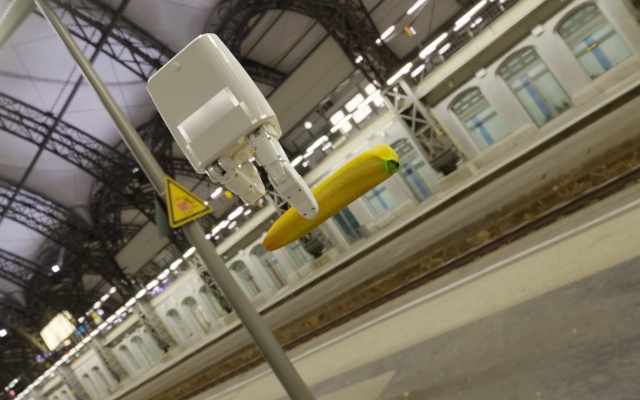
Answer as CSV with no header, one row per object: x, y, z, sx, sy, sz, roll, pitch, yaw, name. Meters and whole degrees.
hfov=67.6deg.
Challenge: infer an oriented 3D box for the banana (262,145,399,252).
0.012,-0.006,0.489,0.198,0.037,0.069,-36,-4,39,banana
